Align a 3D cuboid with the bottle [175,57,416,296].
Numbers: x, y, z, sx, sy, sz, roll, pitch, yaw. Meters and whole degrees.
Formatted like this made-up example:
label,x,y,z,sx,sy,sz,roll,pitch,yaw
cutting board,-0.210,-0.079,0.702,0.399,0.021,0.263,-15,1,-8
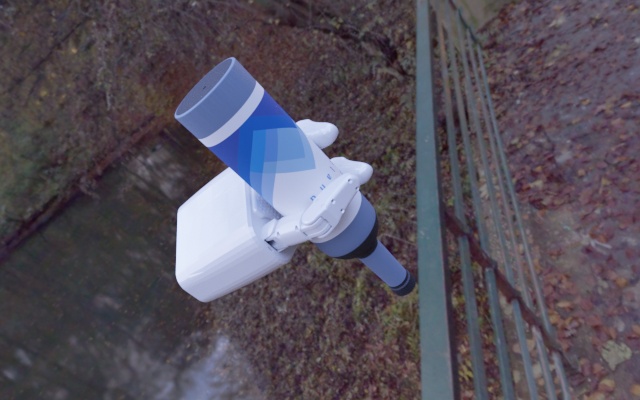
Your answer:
label,x,y,z,sx,sy,sz,roll,pitch,yaw
bottle,0.000,0.001,0.446,0.296,0.069,0.069,45,-26,-29
